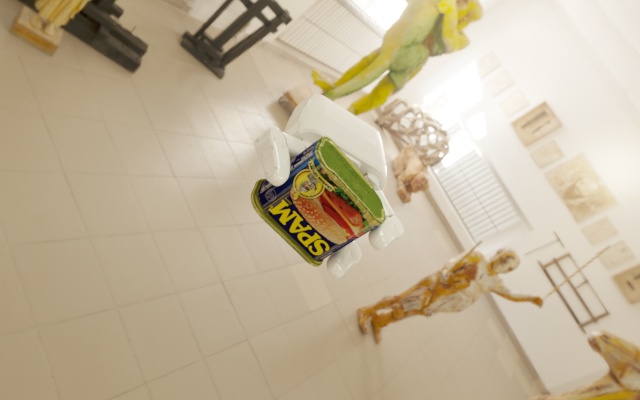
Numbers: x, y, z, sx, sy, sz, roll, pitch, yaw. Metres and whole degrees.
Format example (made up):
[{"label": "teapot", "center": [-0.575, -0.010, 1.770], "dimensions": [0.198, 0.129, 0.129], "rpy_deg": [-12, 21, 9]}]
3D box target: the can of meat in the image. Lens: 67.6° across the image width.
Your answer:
[{"label": "can of meat", "center": [0.000, 0.001, 0.454], "dimensions": [0.084, 0.102, 0.057], "rpy_deg": [-34, 22, 24]}]
